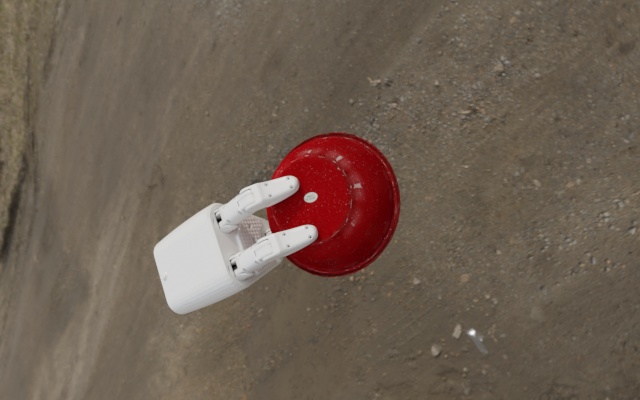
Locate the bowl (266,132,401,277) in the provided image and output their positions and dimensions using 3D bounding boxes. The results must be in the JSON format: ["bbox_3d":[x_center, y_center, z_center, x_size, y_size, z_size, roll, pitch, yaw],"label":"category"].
[{"bbox_3d":[0.001,0.001,0.508,0.162,0.162,0.055,0,-5,24],"label":"bowl"}]
